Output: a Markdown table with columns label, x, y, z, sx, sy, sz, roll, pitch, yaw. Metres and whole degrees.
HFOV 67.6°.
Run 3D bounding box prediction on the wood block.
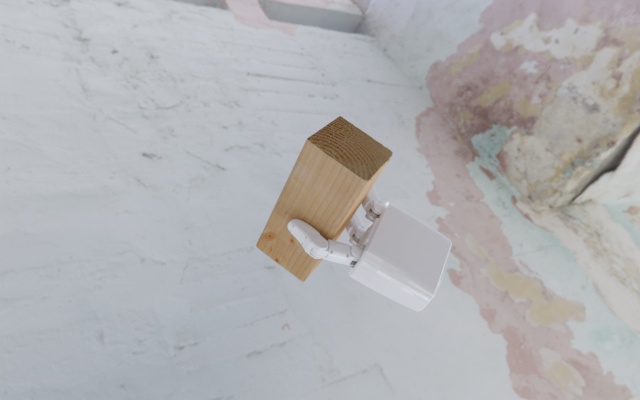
| label | x | y | z | sx | sy | sz | roll | pitch | yaw |
| --- | --- | --- | --- | --- | --- | --- | --- | --- | --- |
| wood block | 0.000 | 0.003 | 0.649 | 0.090 | 0.206 | 0.090 | 36 | 40 | 8 |
